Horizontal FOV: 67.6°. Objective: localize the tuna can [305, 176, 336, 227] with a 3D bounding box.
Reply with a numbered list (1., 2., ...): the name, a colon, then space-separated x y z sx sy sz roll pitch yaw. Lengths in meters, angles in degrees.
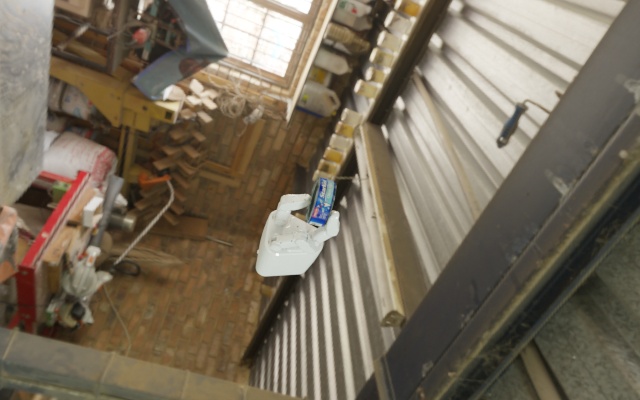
1. tuna can: 0.001 0.003 0.848 0.034 0.086 0.086 15 -2 -8
